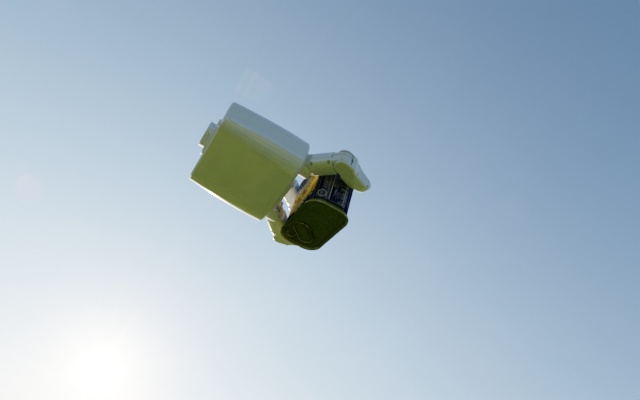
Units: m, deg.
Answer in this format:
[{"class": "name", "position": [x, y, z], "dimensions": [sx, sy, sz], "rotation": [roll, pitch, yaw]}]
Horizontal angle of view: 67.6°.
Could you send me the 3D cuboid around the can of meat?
[{"class": "can of meat", "position": [0.000, 0.002, 0.604], "dimensions": [0.057, 0.084, 0.102], "rotation": [29, -40, -14]}]
